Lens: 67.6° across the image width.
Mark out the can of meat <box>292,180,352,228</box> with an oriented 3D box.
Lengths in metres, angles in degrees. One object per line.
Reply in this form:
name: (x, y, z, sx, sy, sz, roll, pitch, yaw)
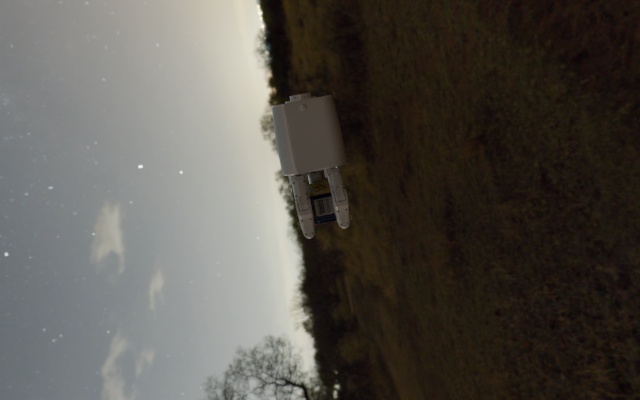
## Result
can of meat: (0.000, 0.003, 0.768, 0.084, 0.057, 0.102, -11, 15, -2)
